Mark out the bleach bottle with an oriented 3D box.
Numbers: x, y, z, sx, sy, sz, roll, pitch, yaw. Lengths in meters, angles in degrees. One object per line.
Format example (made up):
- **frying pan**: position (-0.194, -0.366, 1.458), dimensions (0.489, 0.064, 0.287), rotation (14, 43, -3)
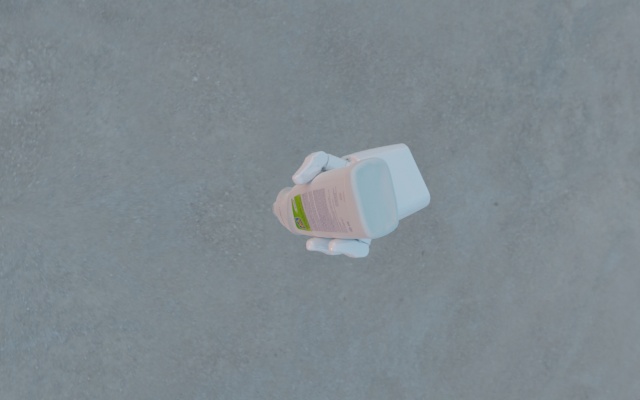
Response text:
- **bleach bottle**: position (0.000, 0.002, 0.686), dimensions (0.068, 0.102, 0.251), rotation (-18, 8, -33)
